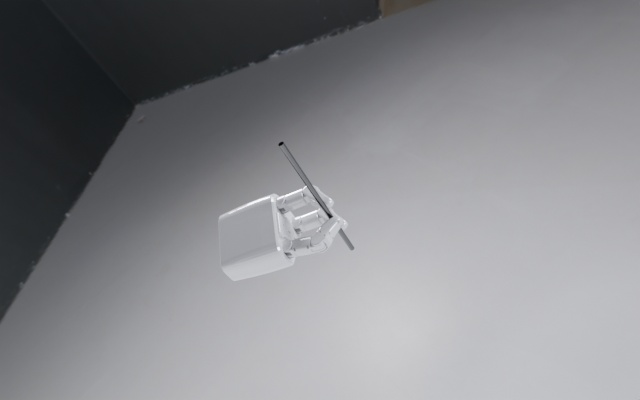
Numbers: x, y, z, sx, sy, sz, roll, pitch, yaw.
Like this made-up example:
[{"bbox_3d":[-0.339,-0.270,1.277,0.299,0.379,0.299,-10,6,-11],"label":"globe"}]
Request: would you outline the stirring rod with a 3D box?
[{"bbox_3d":[0.000,0.002,0.696,0.011,0.011,0.240,0,-39,33],"label":"stirring rod"}]
